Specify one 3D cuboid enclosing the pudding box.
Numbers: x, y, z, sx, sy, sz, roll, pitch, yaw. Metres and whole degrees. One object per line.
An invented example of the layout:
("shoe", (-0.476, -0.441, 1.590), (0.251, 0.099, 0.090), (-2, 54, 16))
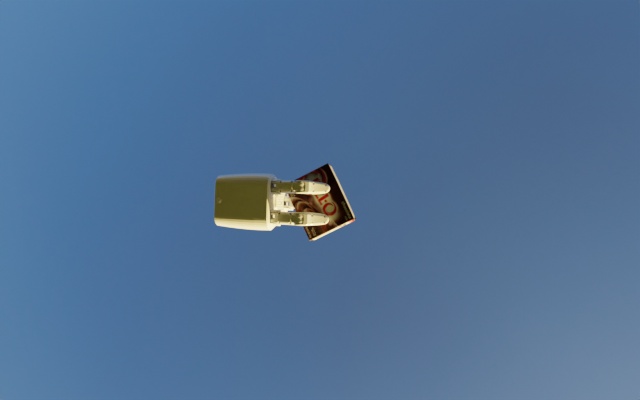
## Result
("pudding box", (0.000, 0.003, 0.853), (0.090, 0.113, 0.039), (-27, -6, 10))
